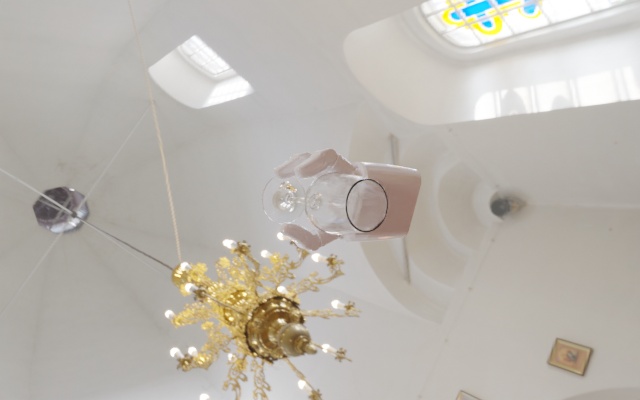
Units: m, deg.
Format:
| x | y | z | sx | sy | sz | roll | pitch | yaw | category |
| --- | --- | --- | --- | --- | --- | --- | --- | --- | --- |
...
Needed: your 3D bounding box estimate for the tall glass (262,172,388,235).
| x | y | z | sx | sy | sz | roll | pitch | yaw | category |
| --- | --- | --- | --- | --- | --- | --- | --- | --- | --- |
| 0.000 | 0.002 | 0.626 | 0.079 | 0.079 | 0.201 | 0 | 2 | -32 | tall glass |
